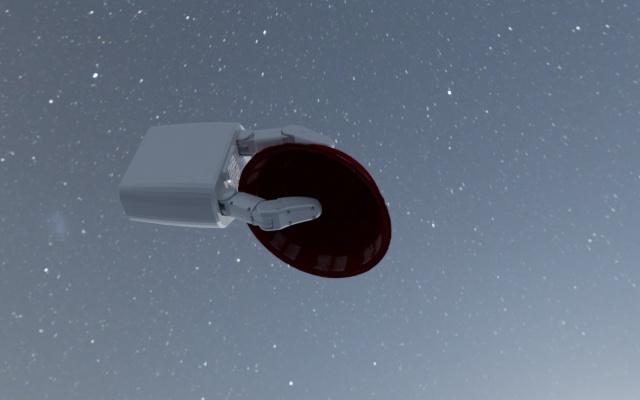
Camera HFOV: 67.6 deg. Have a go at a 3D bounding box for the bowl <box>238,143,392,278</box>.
[{"bbox_3d":[0.001,0.002,0.485,0.162,0.162,0.055,0,34,27],"label":"bowl"}]
